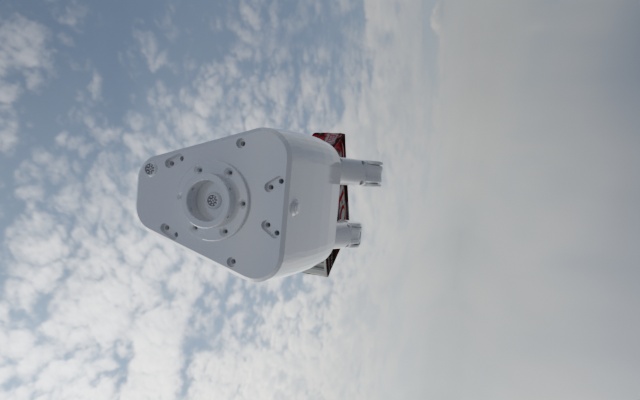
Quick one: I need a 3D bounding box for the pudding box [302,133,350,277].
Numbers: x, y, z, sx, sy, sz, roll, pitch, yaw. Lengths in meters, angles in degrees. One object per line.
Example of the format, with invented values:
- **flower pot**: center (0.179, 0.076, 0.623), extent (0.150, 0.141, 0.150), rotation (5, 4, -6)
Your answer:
- **pudding box**: center (0.000, 0.002, 0.461), extent (0.039, 0.114, 0.090), rotation (7, 31, 16)
